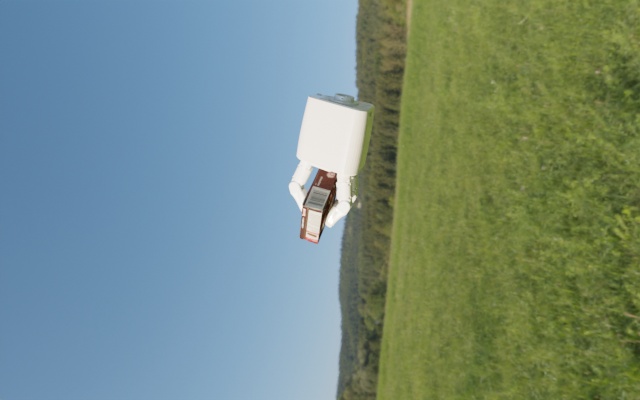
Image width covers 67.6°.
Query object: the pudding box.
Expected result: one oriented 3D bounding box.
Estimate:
[{"bbox_3d":[0.000,0.003,0.815,0.039,0.113,0.090,17,-41,10],"label":"pudding box"}]
